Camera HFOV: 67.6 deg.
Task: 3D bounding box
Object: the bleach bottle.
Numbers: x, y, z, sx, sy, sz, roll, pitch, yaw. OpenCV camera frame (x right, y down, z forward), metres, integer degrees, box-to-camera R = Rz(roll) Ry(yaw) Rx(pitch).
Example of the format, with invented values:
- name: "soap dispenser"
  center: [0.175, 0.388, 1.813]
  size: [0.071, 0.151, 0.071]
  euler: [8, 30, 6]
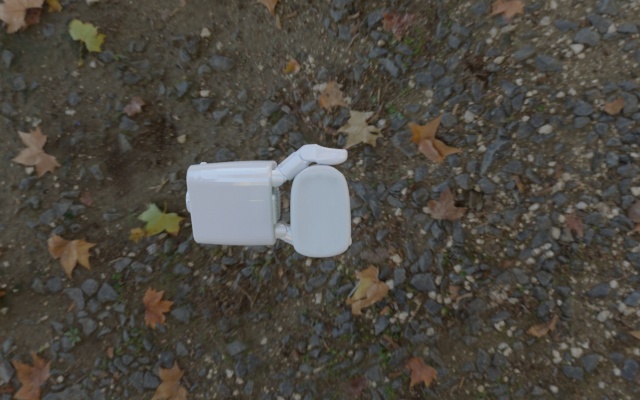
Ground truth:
- name: "bleach bottle"
  center: [0.000, 0.002, 0.650]
  size: [0.068, 0.102, 0.251]
  euler: [-1, 5, 0]
